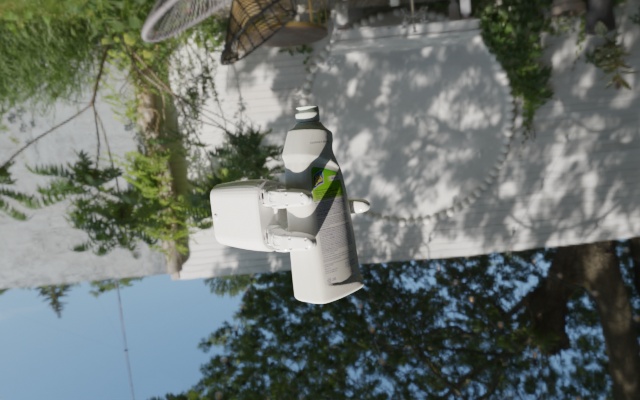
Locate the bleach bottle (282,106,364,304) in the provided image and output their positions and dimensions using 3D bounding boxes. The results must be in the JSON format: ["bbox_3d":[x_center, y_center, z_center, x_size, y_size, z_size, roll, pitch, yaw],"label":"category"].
[{"bbox_3d":[0.000,0.002,0.637,0.068,0.251,0.102,0,8,41],"label":"bleach bottle"}]
